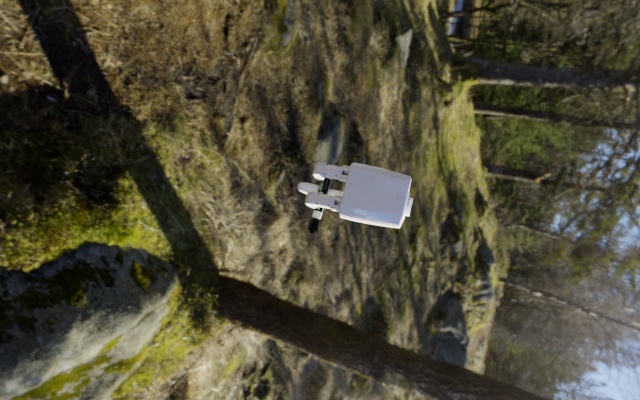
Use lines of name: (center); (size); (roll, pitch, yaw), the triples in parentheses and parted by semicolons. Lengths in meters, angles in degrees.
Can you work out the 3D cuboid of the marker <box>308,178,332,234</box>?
marker: (0.000, 0.003, 0.883); (0.020, 0.121, 0.020); (15, -10, 3)
